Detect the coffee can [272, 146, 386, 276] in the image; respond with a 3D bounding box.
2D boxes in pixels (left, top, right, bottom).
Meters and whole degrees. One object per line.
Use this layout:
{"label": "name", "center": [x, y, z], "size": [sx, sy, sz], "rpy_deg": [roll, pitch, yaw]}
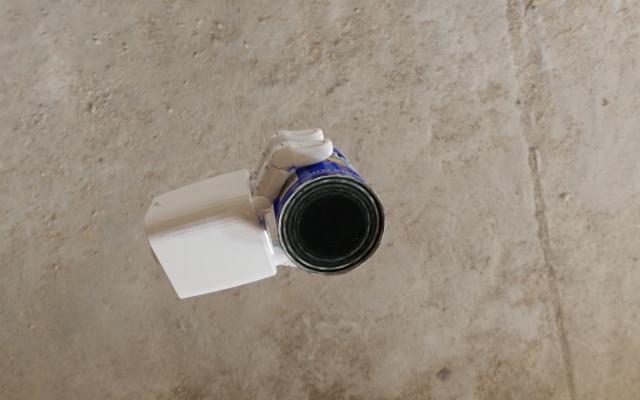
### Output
{"label": "coffee can", "center": [0.000, 0.002, 0.505], "size": [0.103, 0.103, 0.140], "rpy_deg": [0, 19, -10]}
